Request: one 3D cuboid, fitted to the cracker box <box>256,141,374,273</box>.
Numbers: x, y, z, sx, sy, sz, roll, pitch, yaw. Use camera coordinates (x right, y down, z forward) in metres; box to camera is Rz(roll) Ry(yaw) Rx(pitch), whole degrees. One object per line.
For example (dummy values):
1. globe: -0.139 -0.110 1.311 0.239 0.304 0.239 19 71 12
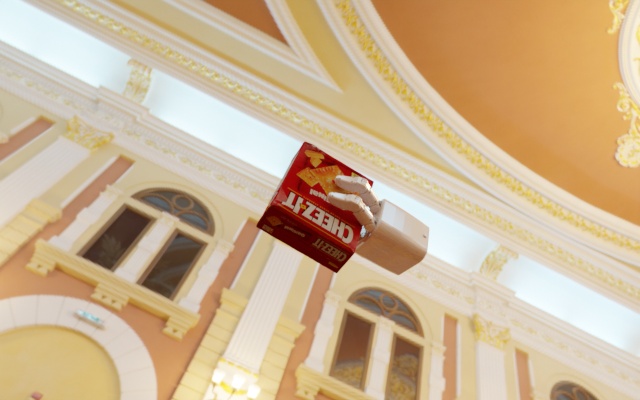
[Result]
1. cracker box: 0.000 0.003 0.873 0.164 0.072 0.213 31 39 -7
